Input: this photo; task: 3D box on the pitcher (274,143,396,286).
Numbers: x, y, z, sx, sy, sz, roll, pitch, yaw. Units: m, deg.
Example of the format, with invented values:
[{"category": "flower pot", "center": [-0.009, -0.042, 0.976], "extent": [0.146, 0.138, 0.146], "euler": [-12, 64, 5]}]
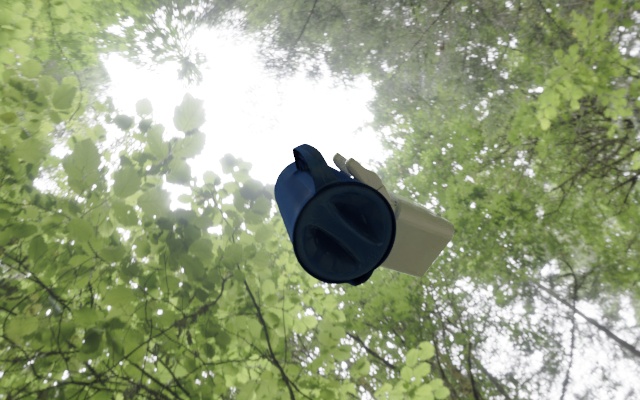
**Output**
[{"category": "pitcher", "center": [0.000, 0.002, 0.686], "extent": [0.145, 0.149, 0.242], "euler": [20, 10, -19]}]
